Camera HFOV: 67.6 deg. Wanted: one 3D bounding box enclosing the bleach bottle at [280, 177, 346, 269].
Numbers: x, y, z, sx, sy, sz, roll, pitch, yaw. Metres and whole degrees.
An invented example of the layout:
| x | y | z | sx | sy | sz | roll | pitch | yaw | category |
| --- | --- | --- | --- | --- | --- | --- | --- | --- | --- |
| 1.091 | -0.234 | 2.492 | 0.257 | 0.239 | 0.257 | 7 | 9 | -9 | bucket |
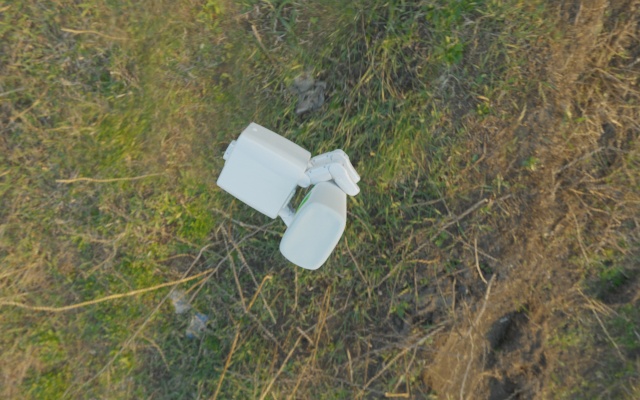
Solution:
| x | y | z | sx | sy | sz | roll | pitch | yaw | category |
| --- | --- | --- | --- | --- | --- | --- | --- | --- | --- |
| 0.000 | 0.002 | 0.751 | 0.068 | 0.102 | 0.250 | 30 | 21 | -7 | bleach bottle |
